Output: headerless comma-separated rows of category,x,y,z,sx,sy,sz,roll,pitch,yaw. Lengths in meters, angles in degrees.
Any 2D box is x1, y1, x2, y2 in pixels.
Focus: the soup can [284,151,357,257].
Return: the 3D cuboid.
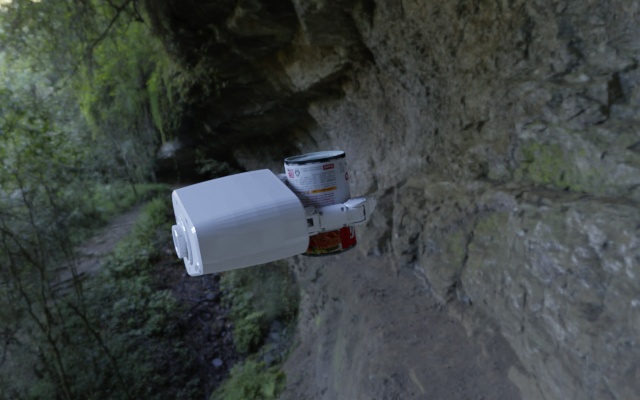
soup can,0.001,0.001,0.517,0.068,0.102,0.068,-7,12,1
